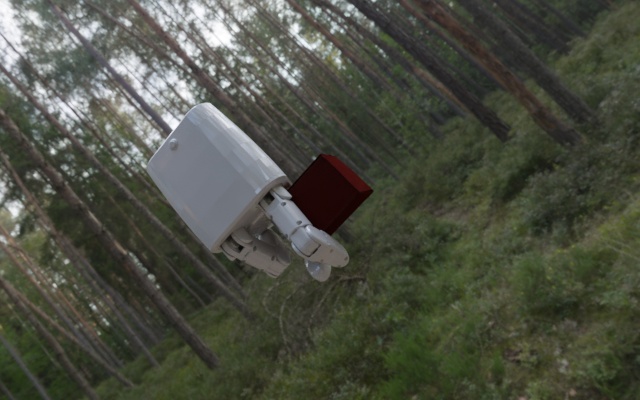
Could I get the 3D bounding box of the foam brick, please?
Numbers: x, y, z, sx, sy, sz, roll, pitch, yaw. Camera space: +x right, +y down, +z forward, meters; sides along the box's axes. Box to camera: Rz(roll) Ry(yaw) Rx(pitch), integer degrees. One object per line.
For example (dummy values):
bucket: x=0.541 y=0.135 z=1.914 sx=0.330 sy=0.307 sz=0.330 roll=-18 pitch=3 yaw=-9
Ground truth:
foam brick: x=0.000 y=0.001 z=0.442 sx=0.078 sy=0.051 sz=0.053 roll=-47 pitch=-12 yaw=14
